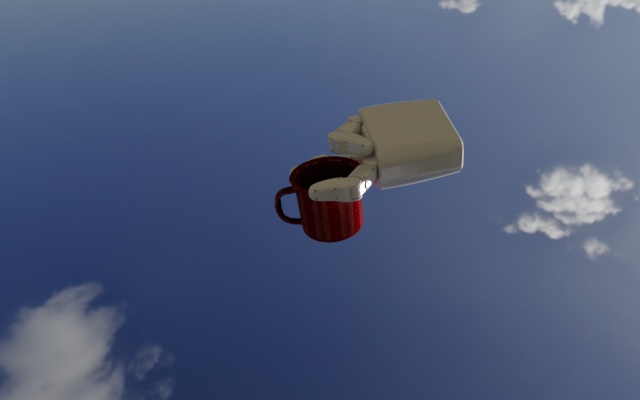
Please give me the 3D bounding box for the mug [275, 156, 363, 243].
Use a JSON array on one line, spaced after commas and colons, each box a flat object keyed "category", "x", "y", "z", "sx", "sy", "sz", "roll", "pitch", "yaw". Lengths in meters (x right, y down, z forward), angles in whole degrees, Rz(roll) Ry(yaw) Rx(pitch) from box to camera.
[{"category": "mug", "x": -0.001, "y": 0.002, "z": 0.613, "sx": 0.117, "sy": 0.081, "sz": 0.093, "roll": -11, "pitch": 32, "yaw": -4}]
